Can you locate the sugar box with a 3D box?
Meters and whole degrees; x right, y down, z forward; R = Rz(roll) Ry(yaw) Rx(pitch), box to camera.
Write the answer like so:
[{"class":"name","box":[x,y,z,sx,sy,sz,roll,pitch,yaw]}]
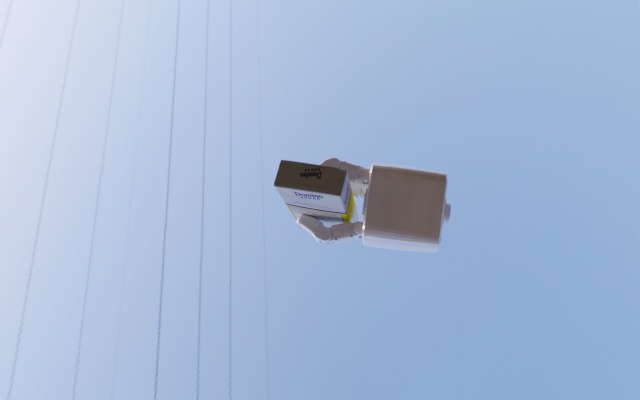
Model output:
[{"class":"sugar box","box":[0.000,0.002,0.689,0.093,0.048,0.176,9,-22,13]}]
